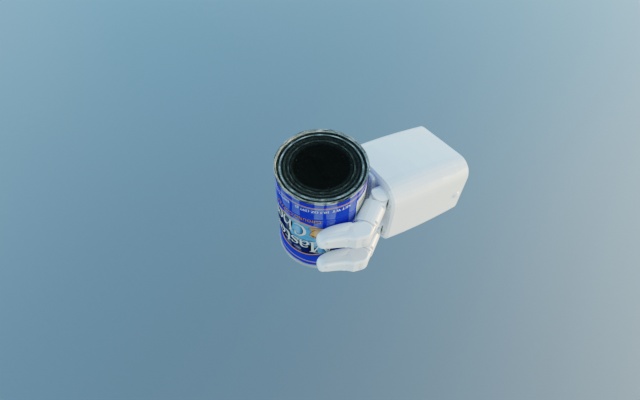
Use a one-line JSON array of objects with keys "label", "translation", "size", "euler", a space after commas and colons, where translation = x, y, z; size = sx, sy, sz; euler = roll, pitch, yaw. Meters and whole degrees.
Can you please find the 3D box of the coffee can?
[{"label": "coffee can", "translation": [0.000, 0.002, 0.559], "size": [0.103, 0.102, 0.140], "euler": [0, -35, -1]}]
